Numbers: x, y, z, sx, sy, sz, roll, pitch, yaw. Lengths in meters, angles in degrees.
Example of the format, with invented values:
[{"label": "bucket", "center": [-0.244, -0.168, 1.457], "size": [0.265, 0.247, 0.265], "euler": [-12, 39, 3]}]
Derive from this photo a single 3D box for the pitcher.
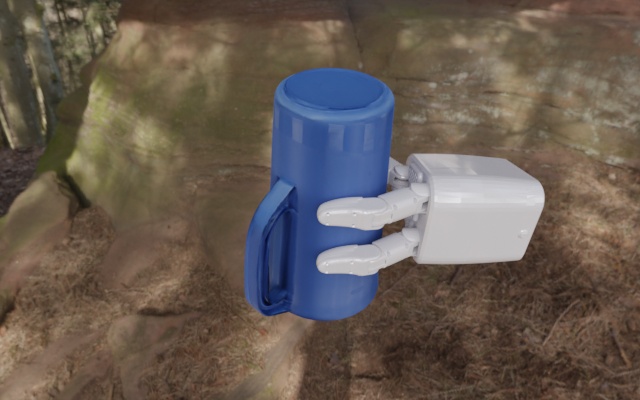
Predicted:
[{"label": "pitcher", "center": [0.000, 0.002, 0.485], "size": [0.145, 0.243, 0.149], "euler": [2, 36, -2]}]
